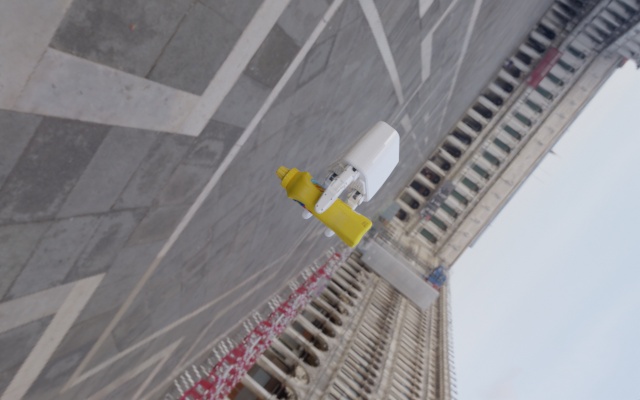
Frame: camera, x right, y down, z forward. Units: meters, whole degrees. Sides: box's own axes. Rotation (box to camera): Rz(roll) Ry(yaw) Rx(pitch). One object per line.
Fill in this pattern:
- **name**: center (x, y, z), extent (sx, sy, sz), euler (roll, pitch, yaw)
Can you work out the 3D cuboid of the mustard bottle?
- **mustard bottle**: center (0.000, 0.003, 0.842), extent (0.191, 0.058, 0.096), euler (39, 5, 8)
